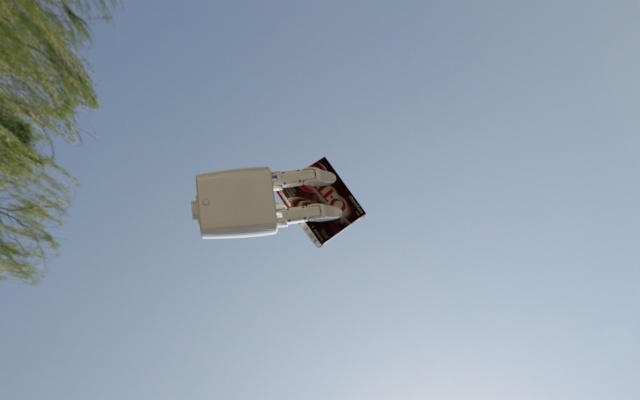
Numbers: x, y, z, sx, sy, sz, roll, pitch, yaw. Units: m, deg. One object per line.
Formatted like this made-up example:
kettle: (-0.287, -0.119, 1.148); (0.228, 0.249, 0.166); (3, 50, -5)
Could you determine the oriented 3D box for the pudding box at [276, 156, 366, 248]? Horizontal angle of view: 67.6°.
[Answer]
pudding box: (0.000, 0.002, 0.731); (0.090, 0.113, 0.039); (-34, -4, -21)
